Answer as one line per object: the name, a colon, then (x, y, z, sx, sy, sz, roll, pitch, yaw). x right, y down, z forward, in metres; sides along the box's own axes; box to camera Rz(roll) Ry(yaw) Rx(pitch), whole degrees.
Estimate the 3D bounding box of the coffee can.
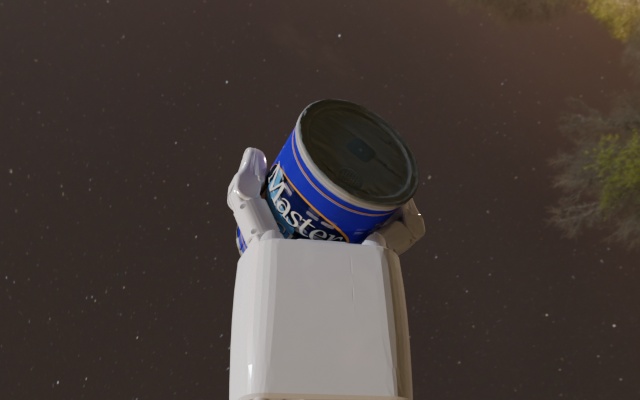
coffee can: (0.000, 0.001, 0.400, 0.103, 0.102, 0.140, 0, -35, -32)
